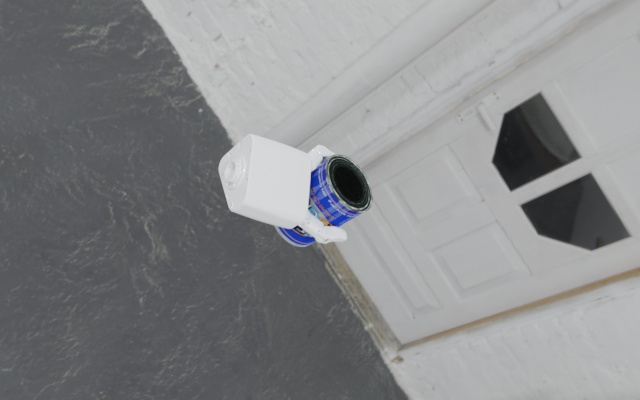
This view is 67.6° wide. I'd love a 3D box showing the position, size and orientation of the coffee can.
[{"bbox_3d":[0.000,0.003,0.782,0.103,0.102,0.140,0,-26,-48],"label":"coffee can"}]
